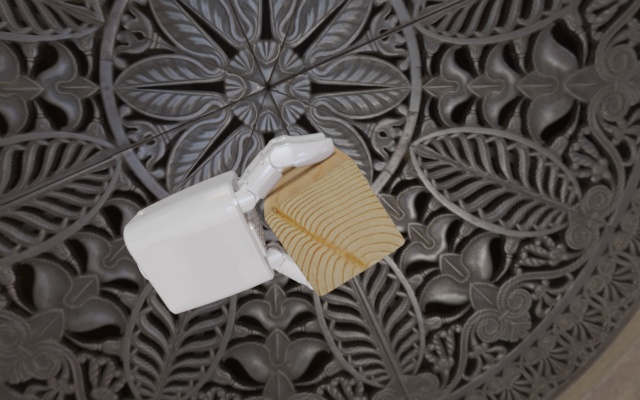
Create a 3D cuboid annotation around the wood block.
[{"bbox_3d":[0.000,0.002,0.495,0.090,0.091,0.206,-33,15,1],"label":"wood block"}]
